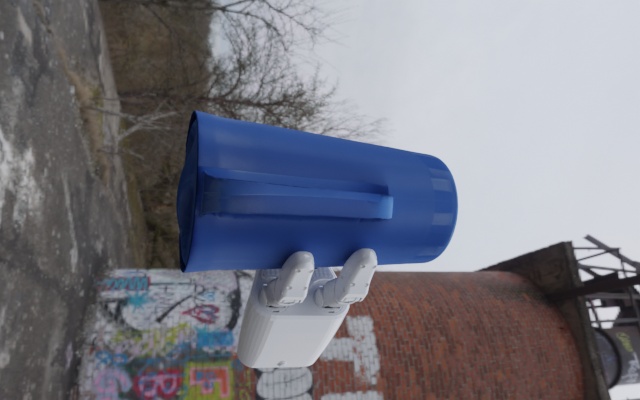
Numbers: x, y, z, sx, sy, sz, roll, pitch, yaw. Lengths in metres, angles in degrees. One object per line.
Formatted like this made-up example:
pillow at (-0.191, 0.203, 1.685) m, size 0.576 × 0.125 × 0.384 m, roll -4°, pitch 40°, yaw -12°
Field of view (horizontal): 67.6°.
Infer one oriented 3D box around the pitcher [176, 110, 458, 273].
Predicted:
pitcher at (0.000, 0.001, 0.424) m, size 0.243 × 0.149 × 0.145 m, roll 4°, pitch -46°, yaw -20°
